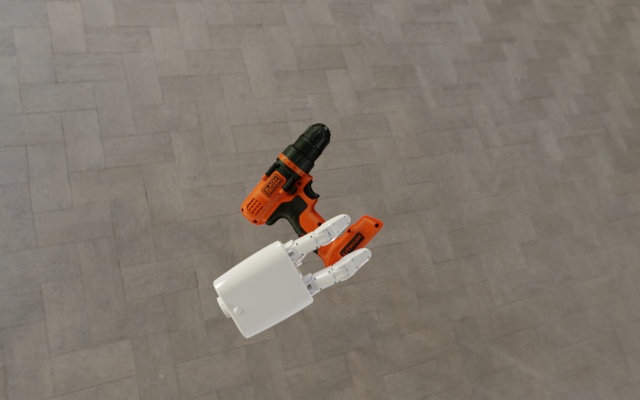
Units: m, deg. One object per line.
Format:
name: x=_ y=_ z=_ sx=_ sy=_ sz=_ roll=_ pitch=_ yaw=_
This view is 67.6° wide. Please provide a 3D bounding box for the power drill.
power drill: x=0.000 y=0.003 z=0.713 sx=0.187 sy=0.184 sz=0.057 roll=41 pitch=5 yaw=9
